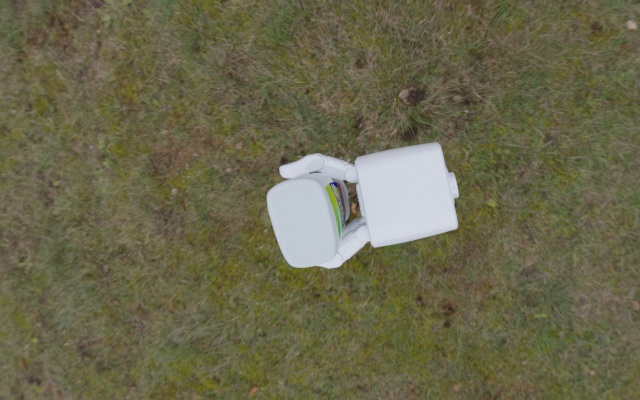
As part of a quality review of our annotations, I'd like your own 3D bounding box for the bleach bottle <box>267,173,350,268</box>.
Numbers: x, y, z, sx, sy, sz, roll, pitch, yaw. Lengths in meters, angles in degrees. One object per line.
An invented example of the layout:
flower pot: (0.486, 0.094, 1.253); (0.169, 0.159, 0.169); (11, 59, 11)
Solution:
bleach bottle: (0.000, 0.002, 0.631); (0.068, 0.102, 0.250); (-13, 10, 12)
